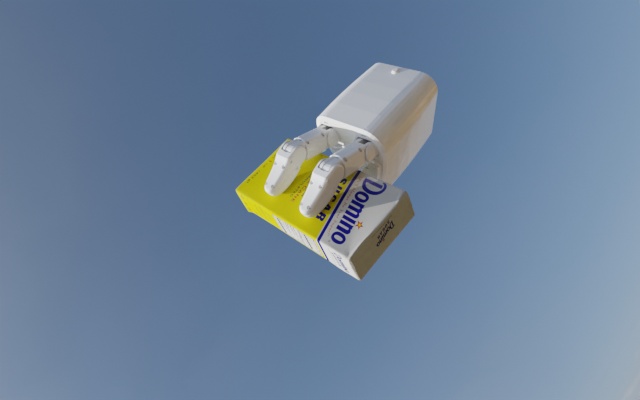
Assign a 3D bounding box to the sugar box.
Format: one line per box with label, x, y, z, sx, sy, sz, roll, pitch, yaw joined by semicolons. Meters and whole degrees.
sugar box;0.000;0.001;0.506;0.176;0.093;0.048;26;-25;39
